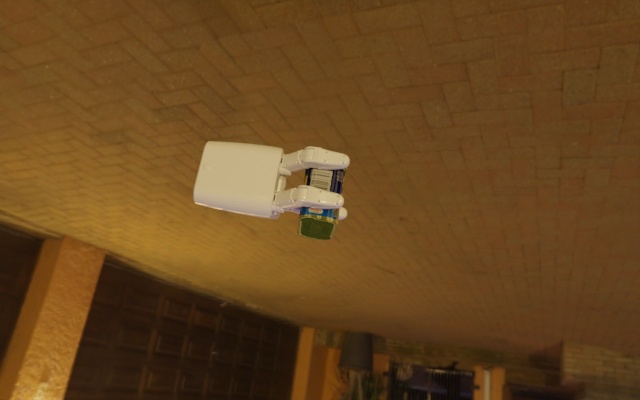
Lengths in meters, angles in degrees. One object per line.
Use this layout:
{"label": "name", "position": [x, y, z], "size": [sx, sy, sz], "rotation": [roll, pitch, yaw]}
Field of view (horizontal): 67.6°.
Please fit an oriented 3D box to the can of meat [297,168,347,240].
{"label": "can of meat", "position": [0.000, 0.003, 0.662], "size": [0.057, 0.084, 0.102], "rotation": [9, -20, -1]}
